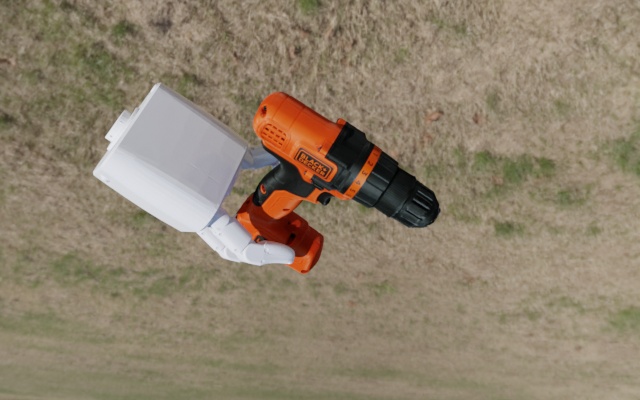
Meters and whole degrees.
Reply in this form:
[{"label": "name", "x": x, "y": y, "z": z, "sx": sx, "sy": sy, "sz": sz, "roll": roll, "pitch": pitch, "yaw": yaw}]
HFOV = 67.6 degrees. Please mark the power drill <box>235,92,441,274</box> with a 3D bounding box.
[{"label": "power drill", "x": 0.000, "y": 0.002, "z": 0.476, "sx": 0.184, "sy": 0.057, "sz": 0.188, "roll": 34, "pitch": -42, "yaw": -2}]
